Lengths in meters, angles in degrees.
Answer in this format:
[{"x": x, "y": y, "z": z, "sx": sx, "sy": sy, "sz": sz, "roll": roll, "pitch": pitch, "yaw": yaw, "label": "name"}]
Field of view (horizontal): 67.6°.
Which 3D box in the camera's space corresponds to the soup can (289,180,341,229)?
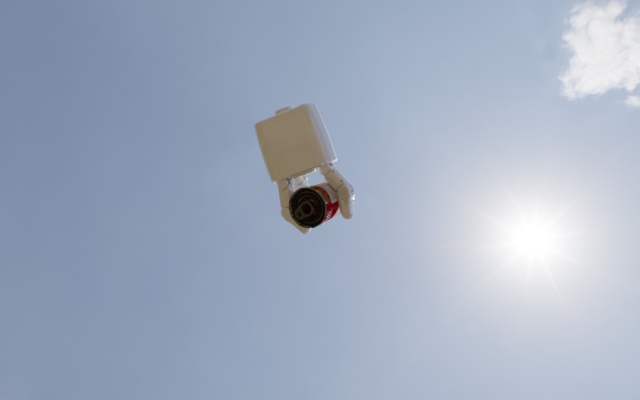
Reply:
[{"x": 0.001, "y": 0.003, "z": 0.812, "sx": 0.068, "sy": 0.068, "sz": 0.102, "roll": 0, "pitch": 11, "yaw": 26, "label": "soup can"}]
